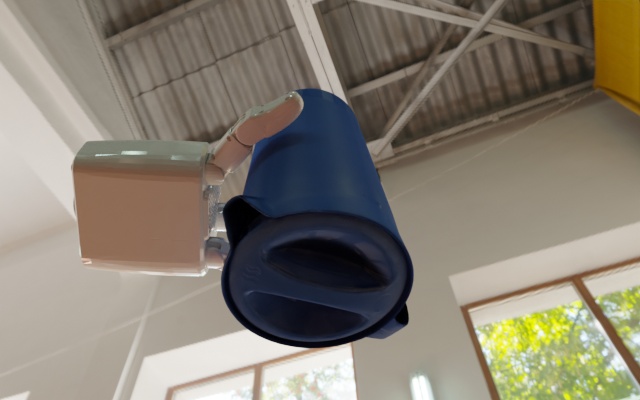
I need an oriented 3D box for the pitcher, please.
[{"bbox_3d":[0.000,0.001,0.427,0.145,0.149,0.242,0,35,-2],"label":"pitcher"}]
